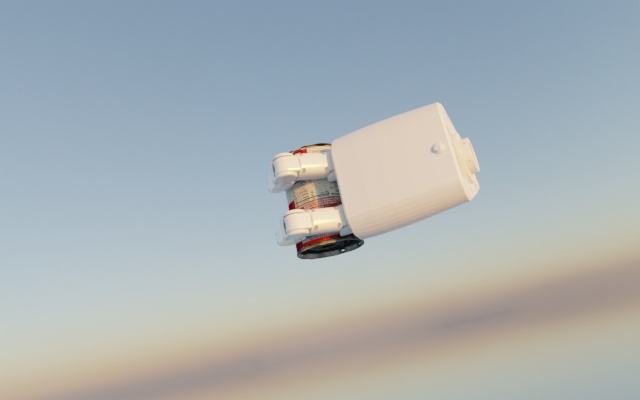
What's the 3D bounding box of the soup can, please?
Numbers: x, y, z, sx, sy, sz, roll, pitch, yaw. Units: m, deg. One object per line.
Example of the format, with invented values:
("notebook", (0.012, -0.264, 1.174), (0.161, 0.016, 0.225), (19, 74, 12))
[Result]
("soup can", (0.000, 0.001, 0.484), (0.068, 0.102, 0.068), (-11, -17, -3))
